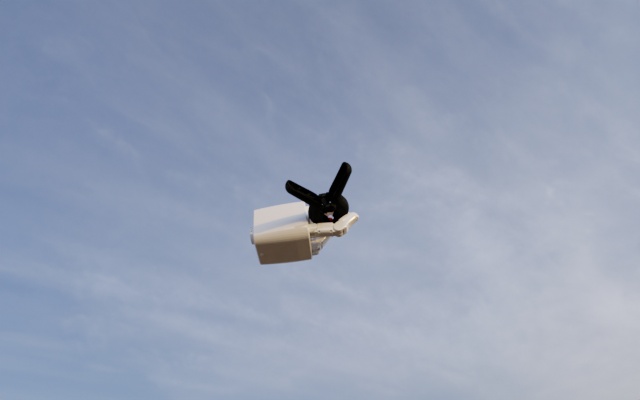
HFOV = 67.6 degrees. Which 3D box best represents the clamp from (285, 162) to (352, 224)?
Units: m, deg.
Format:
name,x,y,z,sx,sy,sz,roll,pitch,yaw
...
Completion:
name,x,y,z,sx,sy,sz,roll,pitch,yaw
clamp,0.000,0.003,0.886,0.120,0.039,0.172,-8,-43,-2
